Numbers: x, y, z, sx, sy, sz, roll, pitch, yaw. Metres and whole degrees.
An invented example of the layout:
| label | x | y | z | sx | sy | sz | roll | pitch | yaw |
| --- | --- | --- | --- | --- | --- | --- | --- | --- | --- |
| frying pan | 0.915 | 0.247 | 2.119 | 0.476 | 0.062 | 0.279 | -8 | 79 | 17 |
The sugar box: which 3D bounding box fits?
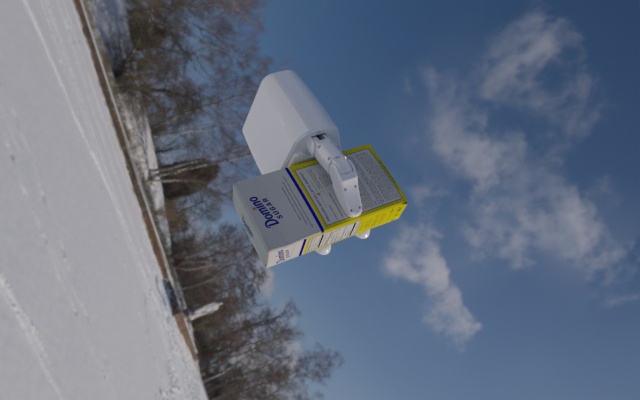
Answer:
| label | x | y | z | sx | sy | sz | roll | pitch | yaw |
| --- | --- | --- | --- | --- | --- | --- | --- | --- | --- |
| sugar box | 0.000 | 0.002 | 0.536 | 0.176 | 0.093 | 0.048 | -19 | -29 | -22 |
